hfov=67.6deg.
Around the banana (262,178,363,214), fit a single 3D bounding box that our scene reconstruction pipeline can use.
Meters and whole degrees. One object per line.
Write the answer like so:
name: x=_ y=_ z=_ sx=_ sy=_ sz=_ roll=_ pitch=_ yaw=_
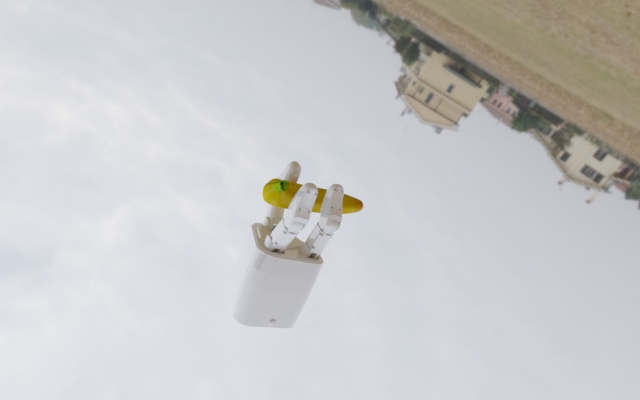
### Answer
banana: x=-0.017 y=-0.002 z=0.639 sx=0.069 sy=0.037 sz=0.198 roll=14 pitch=2 yaw=34
